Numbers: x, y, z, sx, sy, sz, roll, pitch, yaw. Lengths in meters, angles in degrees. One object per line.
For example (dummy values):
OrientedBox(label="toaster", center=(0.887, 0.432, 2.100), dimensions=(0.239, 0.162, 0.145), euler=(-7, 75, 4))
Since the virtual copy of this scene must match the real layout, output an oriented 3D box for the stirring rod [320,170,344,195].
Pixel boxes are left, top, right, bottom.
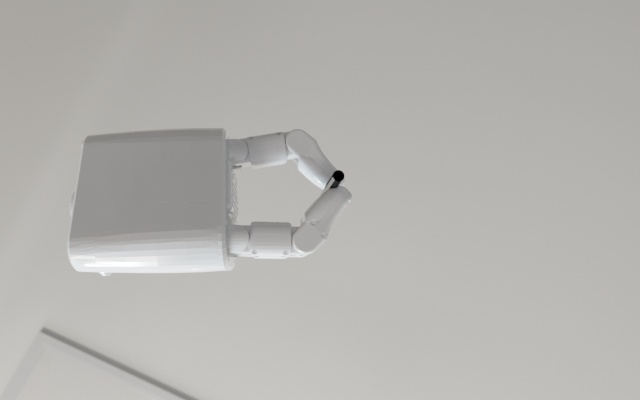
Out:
OrientedBox(label="stirring rod", center=(0.000, 0.001, 0.444), dimensions=(0.011, 0.011, 0.239), euler=(0, -9, -6))
